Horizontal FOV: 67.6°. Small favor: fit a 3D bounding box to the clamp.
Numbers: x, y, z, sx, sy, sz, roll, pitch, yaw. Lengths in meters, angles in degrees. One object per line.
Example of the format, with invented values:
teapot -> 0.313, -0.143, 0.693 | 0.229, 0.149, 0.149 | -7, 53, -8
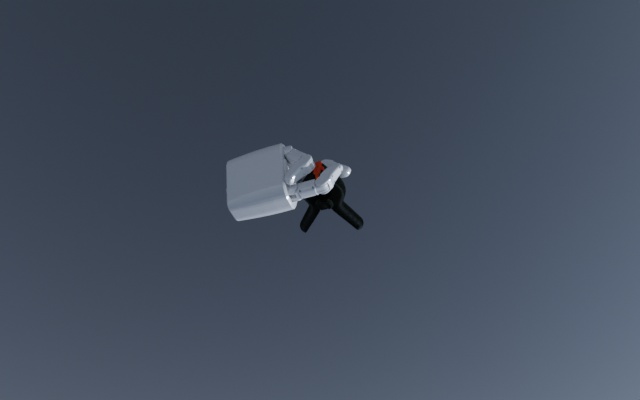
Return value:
clamp -> 0.000, 0.003, 0.859 | 0.120, 0.039, 0.172 | -14, -48, 12
